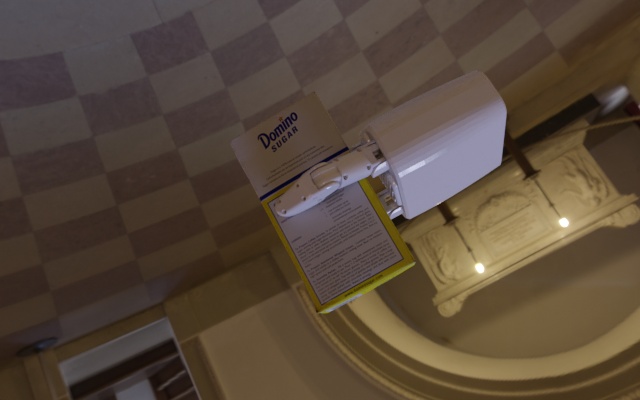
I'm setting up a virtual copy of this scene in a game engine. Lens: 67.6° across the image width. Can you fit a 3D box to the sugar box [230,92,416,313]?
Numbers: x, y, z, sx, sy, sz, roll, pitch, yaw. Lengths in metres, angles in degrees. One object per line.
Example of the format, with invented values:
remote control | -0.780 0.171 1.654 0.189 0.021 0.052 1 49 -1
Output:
sugar box | 0.000 0.002 0.427 0.093 0.176 0.048 -29 -16 4
